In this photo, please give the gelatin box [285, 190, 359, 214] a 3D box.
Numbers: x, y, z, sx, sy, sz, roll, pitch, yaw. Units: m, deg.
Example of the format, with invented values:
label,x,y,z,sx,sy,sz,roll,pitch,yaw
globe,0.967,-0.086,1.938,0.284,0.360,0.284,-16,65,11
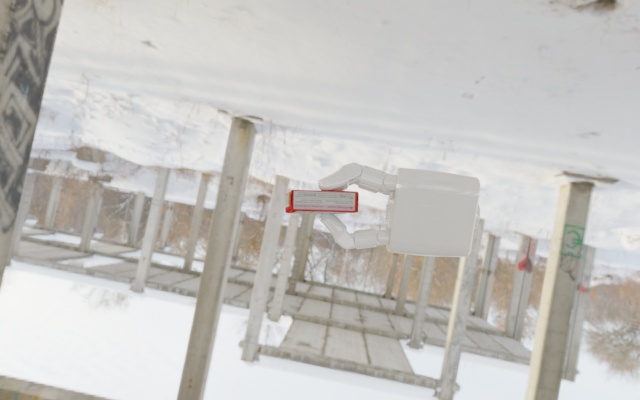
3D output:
label,x,y,z,sx,sy,sz,roll,pitch,yaw
gelatin box,0.000,0.003,0.640,0.089,0.030,0.073,1,-3,-10
